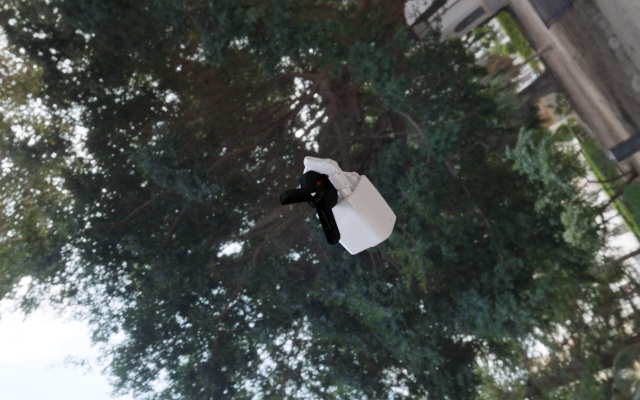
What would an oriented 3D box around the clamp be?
[{"bbox_3d":[0.000,0.003,0.813,0.039,0.120,0.171,-36,10,28],"label":"clamp"}]
